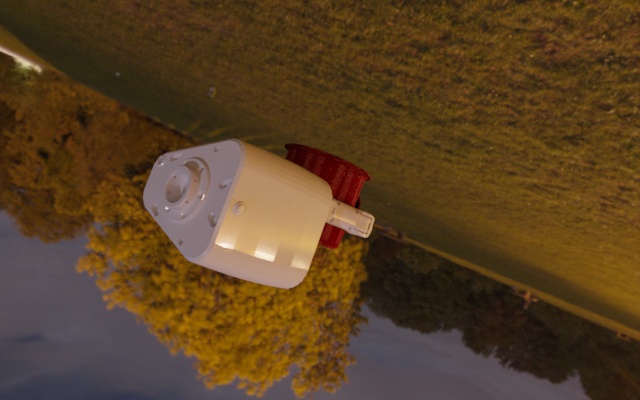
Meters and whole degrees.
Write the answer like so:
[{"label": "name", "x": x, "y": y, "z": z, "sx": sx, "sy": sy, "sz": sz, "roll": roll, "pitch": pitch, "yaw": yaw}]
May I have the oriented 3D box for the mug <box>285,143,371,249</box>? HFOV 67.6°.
[{"label": "mug", "x": 0.001, "y": 0.002, "z": 0.490, "sx": 0.093, "sy": 0.081, "sz": 0.117, "roll": 17, "pitch": -6, "yaw": 40}]
